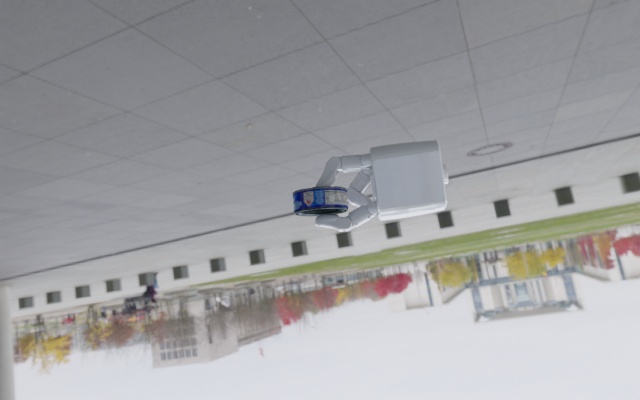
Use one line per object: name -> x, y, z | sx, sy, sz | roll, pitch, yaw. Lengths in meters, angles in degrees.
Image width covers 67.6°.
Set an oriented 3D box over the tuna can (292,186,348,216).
tuna can -> 0.000, 0.003, 0.739 | 0.086, 0.033, 0.086 | -4, -9, -1
